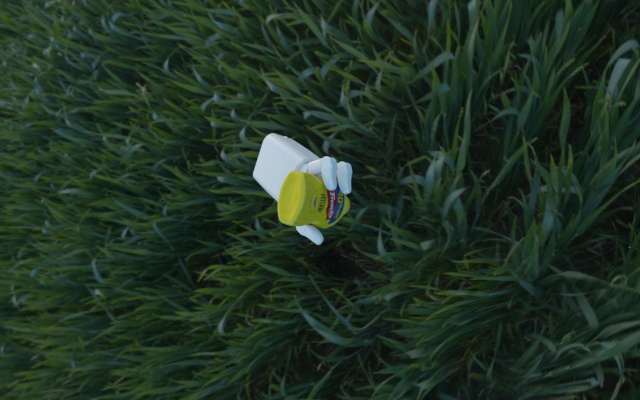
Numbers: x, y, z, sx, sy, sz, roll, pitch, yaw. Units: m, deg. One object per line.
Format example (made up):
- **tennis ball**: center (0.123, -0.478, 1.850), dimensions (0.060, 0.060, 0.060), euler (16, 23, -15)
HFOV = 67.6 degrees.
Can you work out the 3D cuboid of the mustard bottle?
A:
- **mustard bottle**: center (0.000, 0.003, 0.898), dimensions (0.058, 0.096, 0.191), euler (12, 2, 33)
